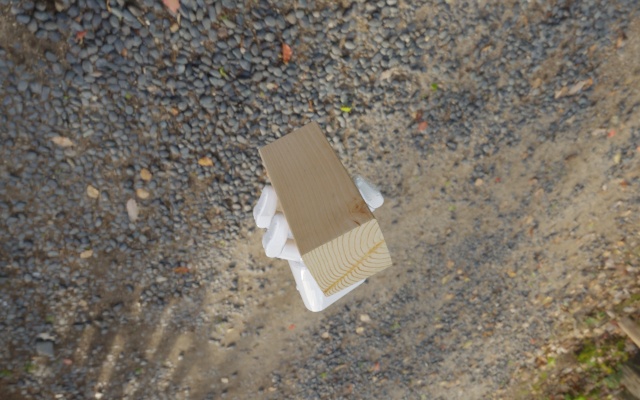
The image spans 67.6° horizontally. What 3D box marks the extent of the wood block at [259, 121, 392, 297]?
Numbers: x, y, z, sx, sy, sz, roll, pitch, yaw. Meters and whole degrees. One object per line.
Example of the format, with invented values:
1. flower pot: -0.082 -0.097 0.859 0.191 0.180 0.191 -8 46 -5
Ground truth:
1. wood block: 0.001 0.002 0.599 0.091 0.090 0.206 -27 44 0
